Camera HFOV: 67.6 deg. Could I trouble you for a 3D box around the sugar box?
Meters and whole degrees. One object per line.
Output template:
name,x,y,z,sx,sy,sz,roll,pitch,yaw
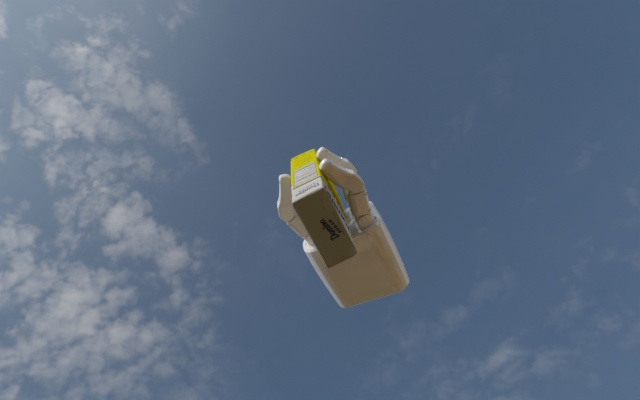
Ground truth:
sugar box,0.001,0.002,0.601,0.048,0.093,0.176,-27,20,3
